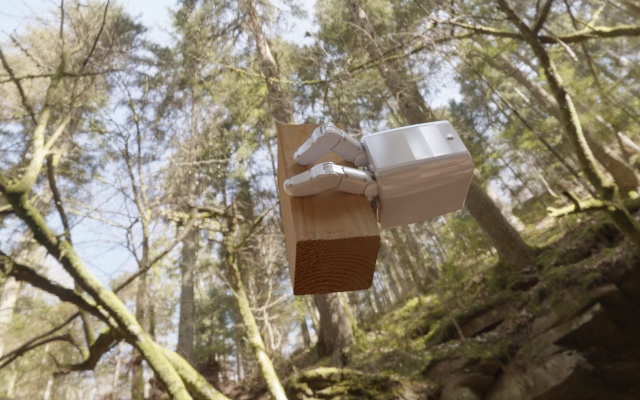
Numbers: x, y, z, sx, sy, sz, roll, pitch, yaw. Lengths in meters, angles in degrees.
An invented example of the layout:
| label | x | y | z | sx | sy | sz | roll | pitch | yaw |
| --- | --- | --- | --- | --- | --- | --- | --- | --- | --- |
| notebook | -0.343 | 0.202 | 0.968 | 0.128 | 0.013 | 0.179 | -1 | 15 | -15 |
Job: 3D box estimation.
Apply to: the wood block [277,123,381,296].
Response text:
| label | x | y | z | sx | sy | sz | roll | pitch | yaw |
| --- | --- | --- | --- | --- | --- | --- | --- | --- | --- |
| wood block | 0.000 | 0.002 | 0.575 | 0.090 | 0.091 | 0.206 | -3 | 42 | -9 |
